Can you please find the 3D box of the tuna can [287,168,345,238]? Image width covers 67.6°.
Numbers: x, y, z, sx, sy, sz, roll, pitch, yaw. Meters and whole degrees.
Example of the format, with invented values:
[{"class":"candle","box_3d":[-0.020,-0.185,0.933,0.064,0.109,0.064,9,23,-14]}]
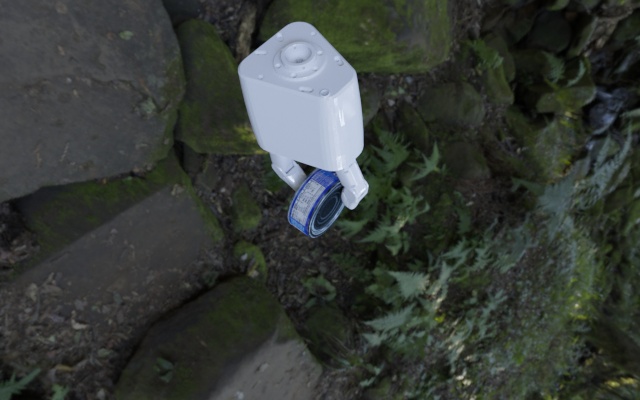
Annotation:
[{"class":"tuna can","box_3d":[0.001,0.002,0.578,0.033,0.086,0.086,34,13,21]}]
